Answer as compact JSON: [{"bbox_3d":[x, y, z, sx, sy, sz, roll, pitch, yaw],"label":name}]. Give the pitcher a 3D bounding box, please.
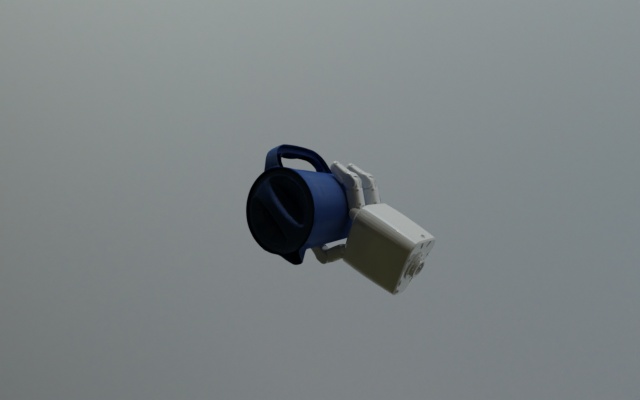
[{"bbox_3d":[0.000,0.003,0.804,0.145,0.149,0.243,33,19,29],"label":"pitcher"}]
